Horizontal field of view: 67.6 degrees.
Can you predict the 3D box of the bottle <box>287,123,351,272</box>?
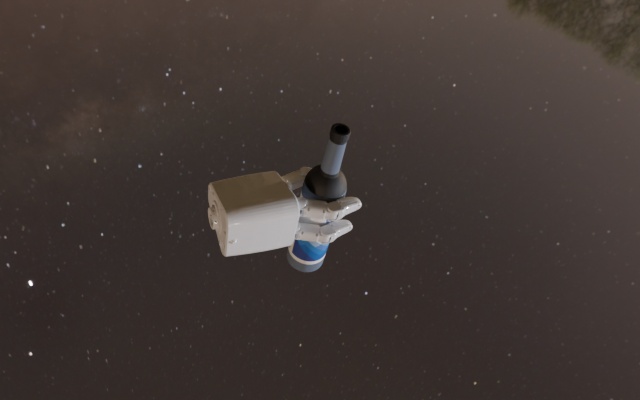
[{"bbox_3d":[0.000,0.003,0.750,0.069,0.069,0.296,0,-42,-15],"label":"bottle"}]
